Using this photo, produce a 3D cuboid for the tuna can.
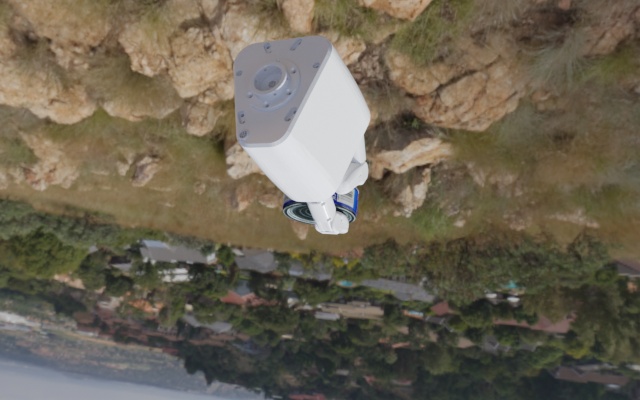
[{"bbox_3d":[0.000,0.002,0.545,0.086,0.033,0.086,5,-19,2],"label":"tuna can"}]
